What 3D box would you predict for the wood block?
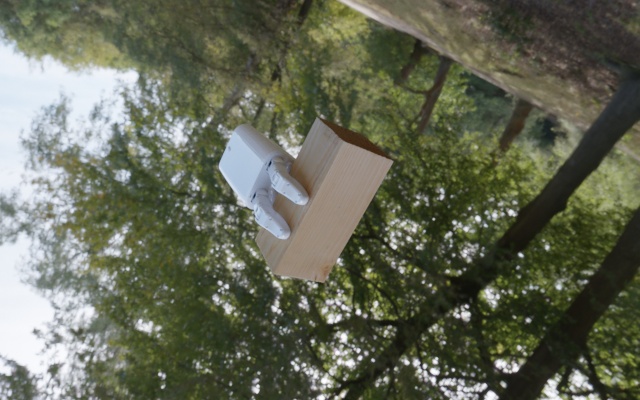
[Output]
[{"bbox_3d":[0.000,0.002,0.673,0.091,0.206,0.090,16,22,-34],"label":"wood block"}]
